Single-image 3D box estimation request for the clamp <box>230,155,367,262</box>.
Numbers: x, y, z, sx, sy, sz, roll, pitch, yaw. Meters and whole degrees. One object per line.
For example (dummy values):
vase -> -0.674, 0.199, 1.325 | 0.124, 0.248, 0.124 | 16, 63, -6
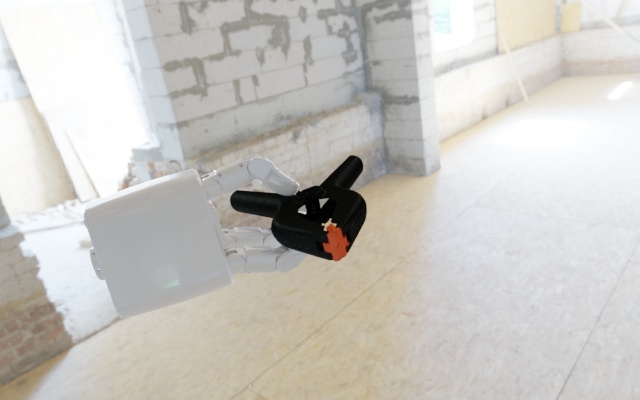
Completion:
clamp -> 0.000, 0.001, 0.495 | 0.164, 0.036, 0.210 | -21, 22, -13
